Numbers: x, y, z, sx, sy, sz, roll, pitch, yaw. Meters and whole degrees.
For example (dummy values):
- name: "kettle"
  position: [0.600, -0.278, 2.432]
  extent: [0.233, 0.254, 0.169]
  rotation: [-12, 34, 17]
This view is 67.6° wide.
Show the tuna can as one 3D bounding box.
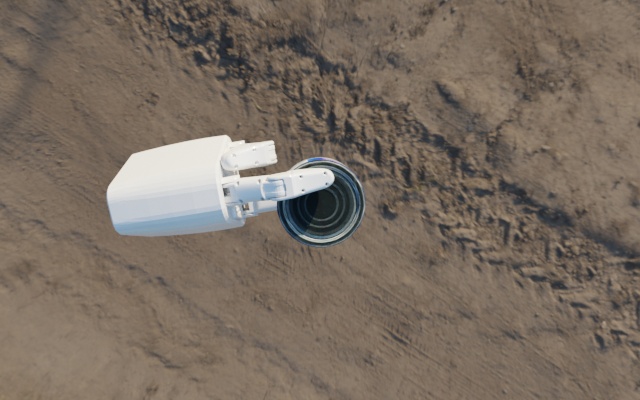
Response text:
- name: "tuna can"
  position: [0.000, 0.002, 0.463]
  extent: [0.086, 0.086, 0.033]
  rotation: [0, 8, -3]
